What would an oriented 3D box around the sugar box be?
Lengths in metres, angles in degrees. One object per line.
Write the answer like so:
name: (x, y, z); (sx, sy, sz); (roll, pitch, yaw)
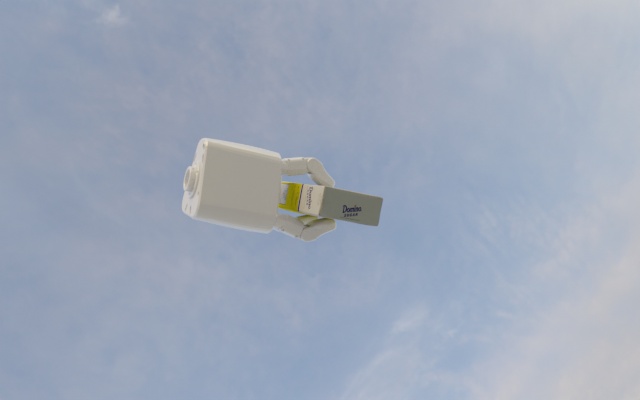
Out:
sugar box: (0.000, 0.003, 0.684); (0.093, 0.048, 0.176); (11, 1, -28)
